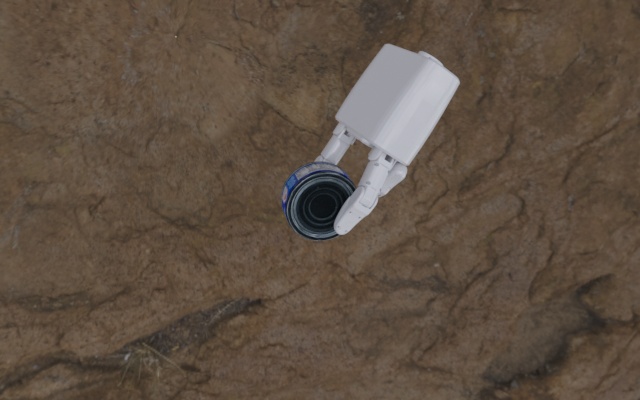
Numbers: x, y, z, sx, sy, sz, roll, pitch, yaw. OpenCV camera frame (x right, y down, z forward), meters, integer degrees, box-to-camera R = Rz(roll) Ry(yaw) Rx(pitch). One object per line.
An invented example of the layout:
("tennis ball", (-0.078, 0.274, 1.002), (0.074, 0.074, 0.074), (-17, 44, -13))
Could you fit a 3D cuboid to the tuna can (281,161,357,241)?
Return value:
("tuna can", (0.000, 0.002, 0.537), (0.086, 0.086, 0.033), (0, 23, -14))
